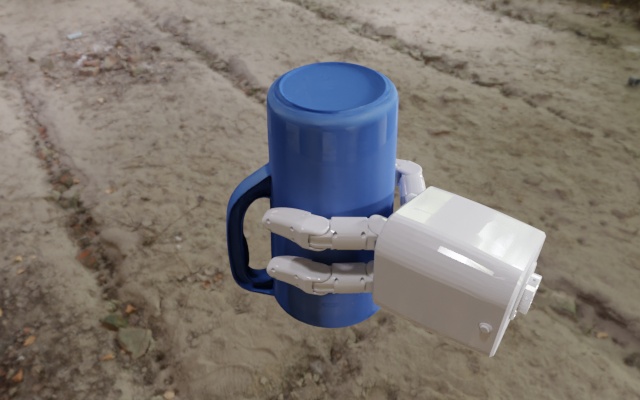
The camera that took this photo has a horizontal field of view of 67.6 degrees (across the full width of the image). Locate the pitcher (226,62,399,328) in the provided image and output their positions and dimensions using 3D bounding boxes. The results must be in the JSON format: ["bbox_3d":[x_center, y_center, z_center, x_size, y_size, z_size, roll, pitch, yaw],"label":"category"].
[{"bbox_3d":[0.000,0.002,0.459,0.145,0.243,0.149,24,46,27],"label":"pitcher"}]
